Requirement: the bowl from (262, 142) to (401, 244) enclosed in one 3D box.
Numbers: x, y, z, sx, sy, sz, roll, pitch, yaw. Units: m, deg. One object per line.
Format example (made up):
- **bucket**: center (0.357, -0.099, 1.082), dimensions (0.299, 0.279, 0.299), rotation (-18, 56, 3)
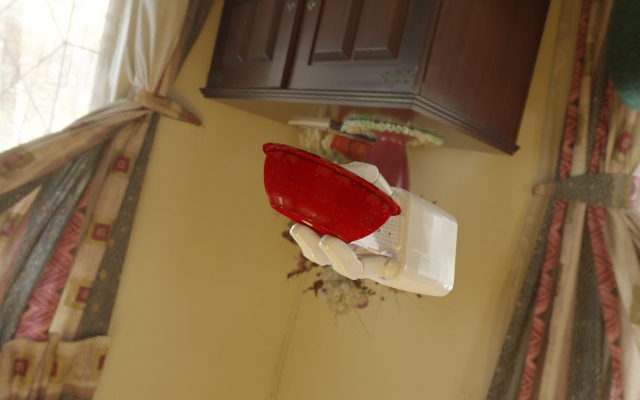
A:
- **bowl**: center (-0.001, 0.001, 0.503), dimensions (0.162, 0.055, 0.162), rotation (26, -8, 4)
